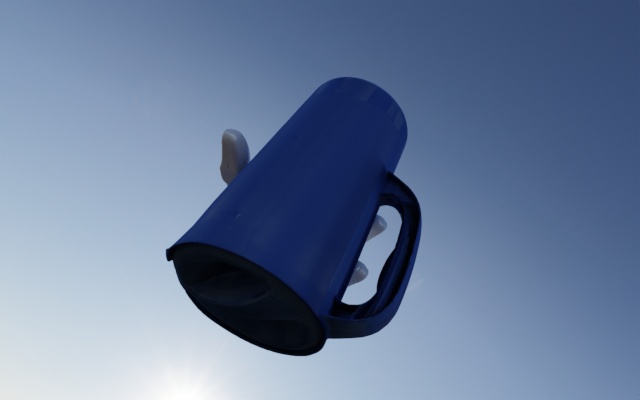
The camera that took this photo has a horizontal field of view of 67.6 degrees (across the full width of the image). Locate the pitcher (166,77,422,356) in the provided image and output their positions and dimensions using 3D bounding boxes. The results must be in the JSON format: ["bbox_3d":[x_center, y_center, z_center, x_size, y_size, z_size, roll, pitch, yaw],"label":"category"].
[{"bbox_3d":[0.000,0.001,0.414,0.149,0.242,0.145,41,-38,-13],"label":"pitcher"}]
